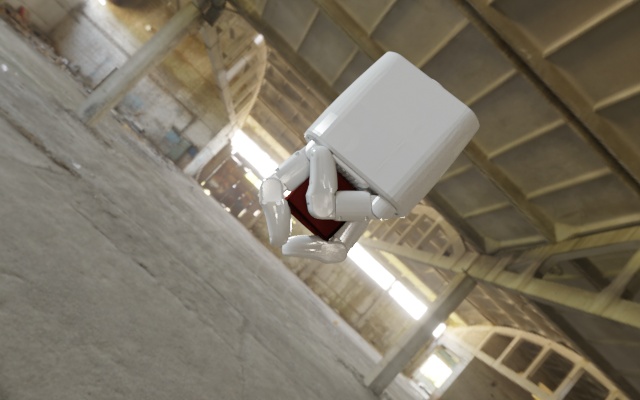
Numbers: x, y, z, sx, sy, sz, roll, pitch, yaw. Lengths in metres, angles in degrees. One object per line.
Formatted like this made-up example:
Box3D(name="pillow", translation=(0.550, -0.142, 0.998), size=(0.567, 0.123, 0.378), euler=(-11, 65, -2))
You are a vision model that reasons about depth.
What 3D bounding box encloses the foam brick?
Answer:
Box3D(name="foam brick", translation=(0.000, 0.001, 0.450), size=(0.053, 0.051, 0.078), euler=(43, -6, -6))
